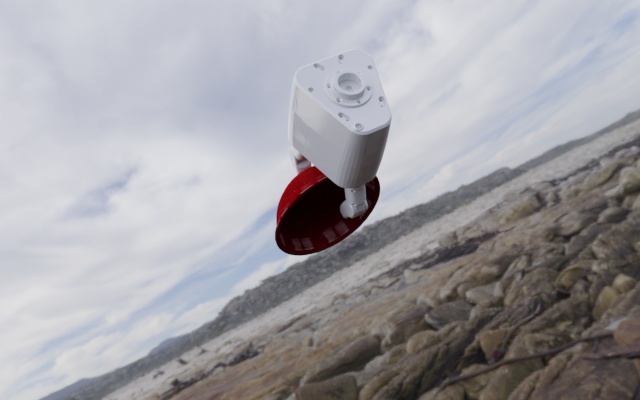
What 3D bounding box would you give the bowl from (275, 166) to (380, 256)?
[{"bbox_3d":[0.000,0.003,0.652,0.162,0.162,0.055,0,43,-42],"label":"bowl"}]
